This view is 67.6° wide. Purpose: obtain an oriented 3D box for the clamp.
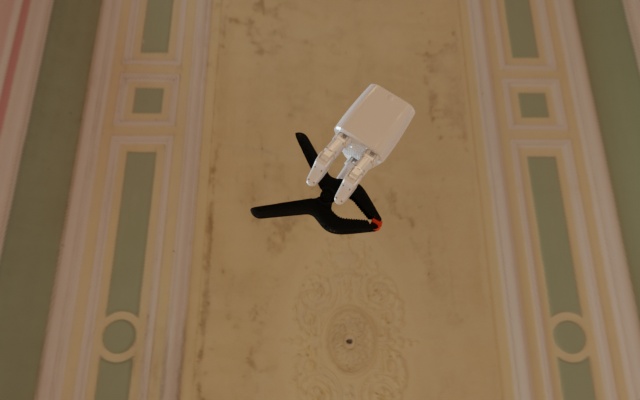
[{"bbox_3d":[0.001,0.003,0.787,0.210,0.164,0.036,34,-10,10],"label":"clamp"}]
